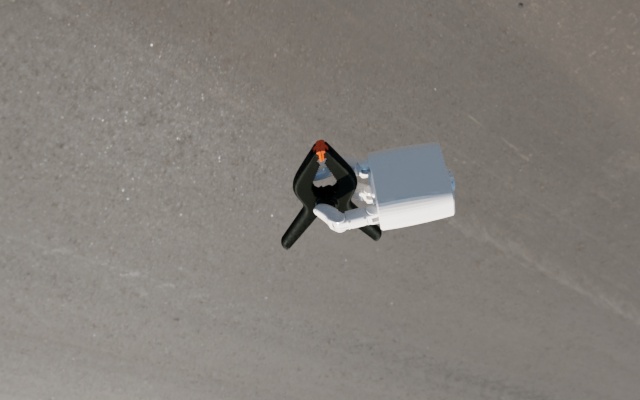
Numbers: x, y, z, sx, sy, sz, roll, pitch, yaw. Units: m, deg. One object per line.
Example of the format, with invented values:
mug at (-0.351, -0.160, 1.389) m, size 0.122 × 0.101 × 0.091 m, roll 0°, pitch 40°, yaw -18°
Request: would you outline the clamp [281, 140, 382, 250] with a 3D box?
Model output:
clamp at (0.000, 0.003, 0.725) m, size 0.164 × 0.210 × 0.036 m, roll -12°, pitch 43°, yaw 6°
